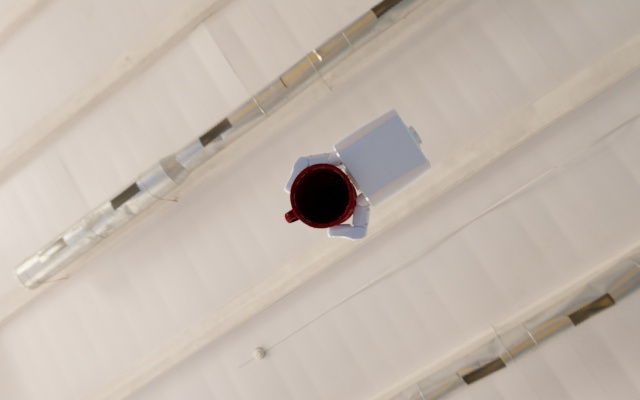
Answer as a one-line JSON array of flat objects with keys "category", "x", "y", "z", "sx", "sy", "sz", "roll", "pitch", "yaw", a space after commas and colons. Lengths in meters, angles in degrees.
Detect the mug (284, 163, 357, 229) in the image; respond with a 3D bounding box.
[{"category": "mug", "x": -0.001, "y": 0.003, "z": 0.713, "sx": 0.117, "sy": 0.093, "sz": 0.081, "roll": -32, "pitch": -10, "yaw": 9}]
